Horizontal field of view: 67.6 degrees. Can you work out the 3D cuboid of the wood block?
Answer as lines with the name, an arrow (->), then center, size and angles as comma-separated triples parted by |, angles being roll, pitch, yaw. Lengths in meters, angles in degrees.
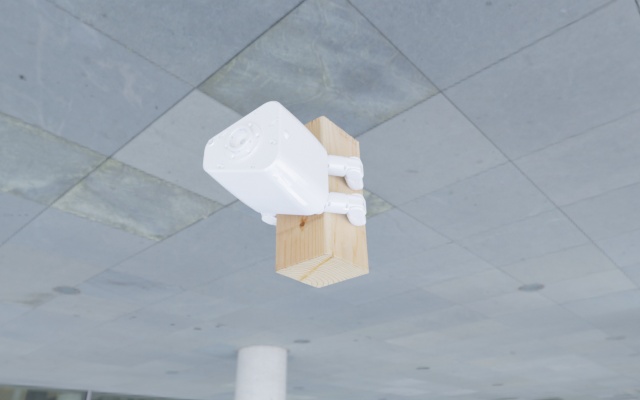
wood block -> 0.000, 0.002, 0.661 | 0.091, 0.206, 0.090 | -23, -35, 34
